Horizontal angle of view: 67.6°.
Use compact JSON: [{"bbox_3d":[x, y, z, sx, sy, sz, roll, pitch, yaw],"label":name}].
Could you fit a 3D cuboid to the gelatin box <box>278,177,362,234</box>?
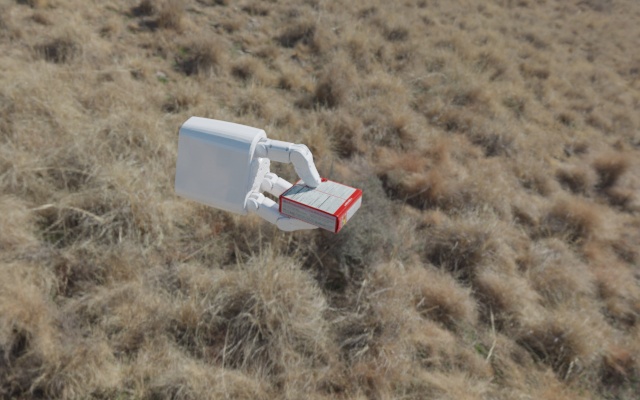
[{"bbox_3d":[0.000,0.002,0.633,0.089,0.030,0.073,18,36,23],"label":"gelatin box"}]
